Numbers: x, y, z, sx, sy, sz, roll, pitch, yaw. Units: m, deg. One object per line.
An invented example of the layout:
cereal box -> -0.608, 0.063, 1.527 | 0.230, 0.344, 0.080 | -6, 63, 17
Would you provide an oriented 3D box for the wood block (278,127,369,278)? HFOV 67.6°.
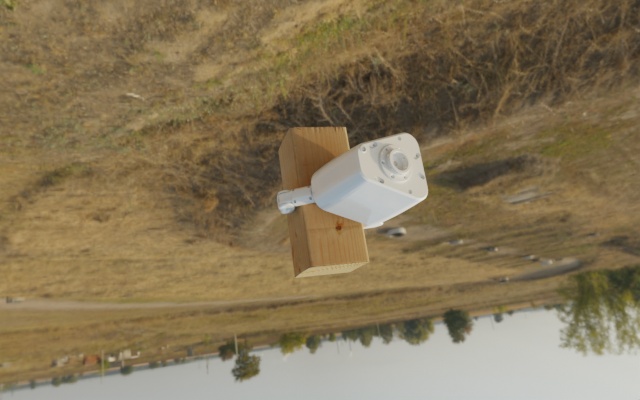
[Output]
wood block -> 0.000, 0.002, 0.714 | 0.091, 0.206, 0.090 | -3, -17, -18
